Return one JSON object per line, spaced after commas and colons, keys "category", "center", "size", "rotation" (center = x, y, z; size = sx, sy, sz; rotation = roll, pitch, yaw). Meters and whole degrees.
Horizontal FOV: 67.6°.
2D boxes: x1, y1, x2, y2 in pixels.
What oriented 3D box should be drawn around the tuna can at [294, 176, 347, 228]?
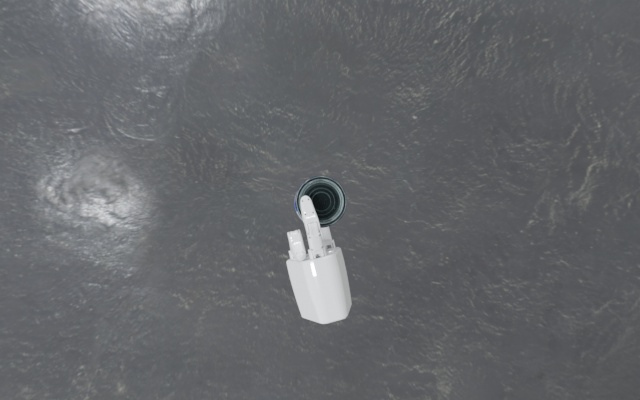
{"category": "tuna can", "center": [0.000, 0.002, 0.790], "size": [0.086, 0.086, 0.034], "rotation": [0, -4, -4]}
